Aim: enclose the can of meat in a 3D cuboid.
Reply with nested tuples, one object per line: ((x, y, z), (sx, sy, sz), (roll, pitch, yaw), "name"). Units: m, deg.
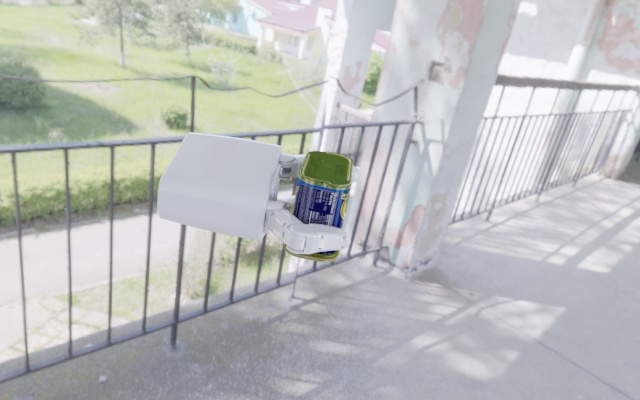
((0.000, 0.001, 0.500), (0.057, 0.084, 0.102), (11, 23, 0), "can of meat")
